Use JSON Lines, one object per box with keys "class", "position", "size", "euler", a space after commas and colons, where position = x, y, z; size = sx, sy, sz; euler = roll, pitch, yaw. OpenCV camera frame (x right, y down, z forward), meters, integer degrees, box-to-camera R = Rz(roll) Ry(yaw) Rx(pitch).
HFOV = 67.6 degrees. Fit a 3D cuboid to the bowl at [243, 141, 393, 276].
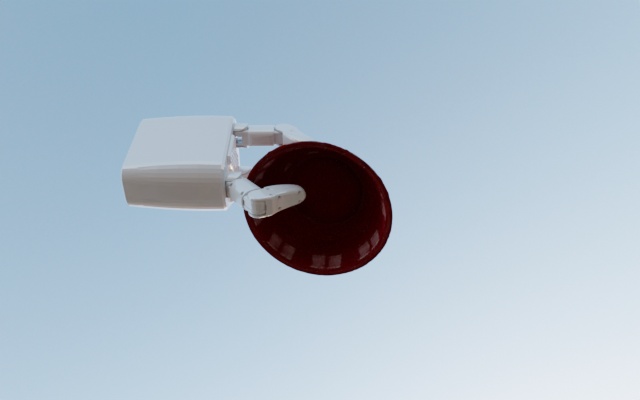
{"class": "bowl", "position": [0.001, 0.002, 0.523], "size": [0.162, 0.162, 0.055], "euler": [0, 28, 14]}
